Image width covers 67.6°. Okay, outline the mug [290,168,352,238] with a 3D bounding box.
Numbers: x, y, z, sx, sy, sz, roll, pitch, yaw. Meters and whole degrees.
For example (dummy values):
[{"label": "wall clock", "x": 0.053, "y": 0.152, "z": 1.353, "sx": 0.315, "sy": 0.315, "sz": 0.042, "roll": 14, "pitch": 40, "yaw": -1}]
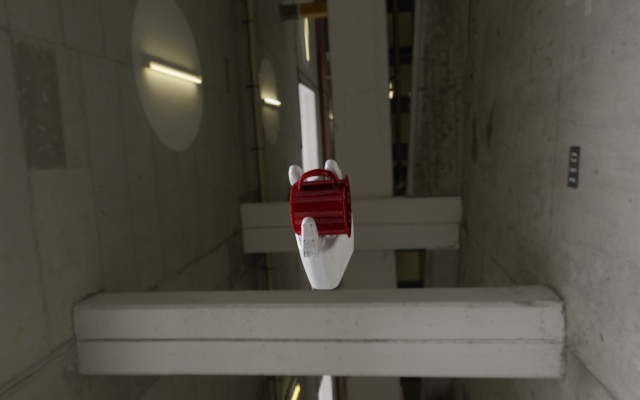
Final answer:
[{"label": "mug", "x": 0.000, "y": 0.001, "z": 0.700, "sx": 0.081, "sy": 0.117, "sz": 0.093, "roll": -3, "pitch": 44, "yaw": 8}]
